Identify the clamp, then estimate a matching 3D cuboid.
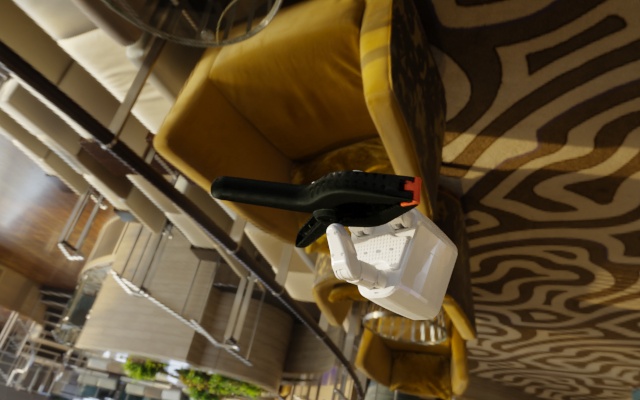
[{"bbox_3d":[0.001,0.002,0.497,0.210,0.036,0.165,-14,-32,39],"label":"clamp"}]
